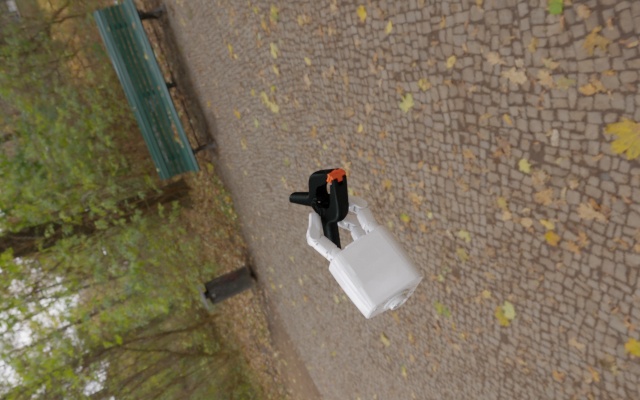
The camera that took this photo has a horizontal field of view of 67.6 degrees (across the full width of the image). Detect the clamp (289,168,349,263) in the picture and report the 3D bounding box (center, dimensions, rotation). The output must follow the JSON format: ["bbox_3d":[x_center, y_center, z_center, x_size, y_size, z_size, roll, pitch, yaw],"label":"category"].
[{"bbox_3d":[0.000,0.003,0.835,0.036,0.164,0.210,-27,-28,-25],"label":"clamp"}]
